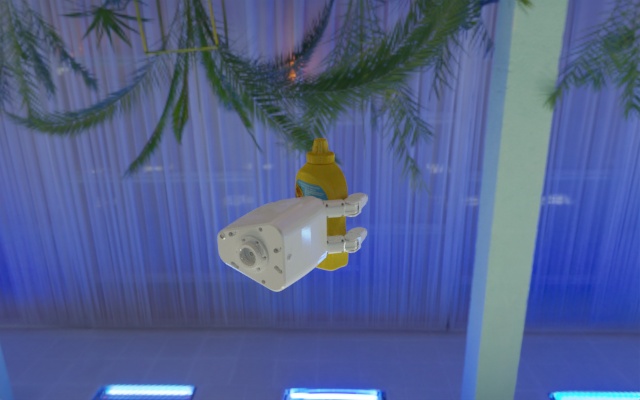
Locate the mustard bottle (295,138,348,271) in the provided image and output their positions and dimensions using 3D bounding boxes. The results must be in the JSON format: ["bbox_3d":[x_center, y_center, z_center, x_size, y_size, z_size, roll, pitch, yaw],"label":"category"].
[{"bbox_3d":[0.000,0.003,0.719,0.058,0.192,0.096,-14,23,-35],"label":"mustard bottle"}]
